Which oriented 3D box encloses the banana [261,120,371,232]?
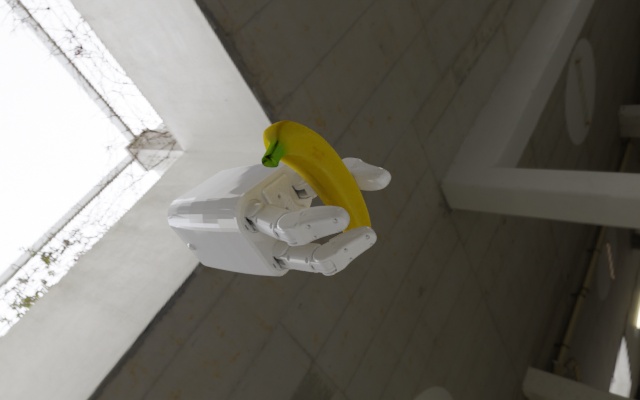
[{"bbox_3d":[0.000,-0.017,0.425,0.037,0.069,0.198,-8,-27,27],"label":"banana"}]
